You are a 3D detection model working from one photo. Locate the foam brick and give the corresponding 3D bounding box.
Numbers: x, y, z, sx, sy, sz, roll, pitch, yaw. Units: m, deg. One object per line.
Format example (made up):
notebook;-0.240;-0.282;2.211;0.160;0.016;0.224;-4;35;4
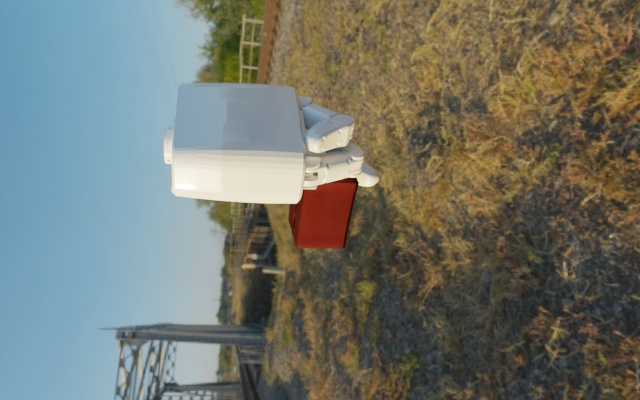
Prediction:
foam brick;0.000;0.002;0.468;0.051;0.078;0.053;-1;32;-15
